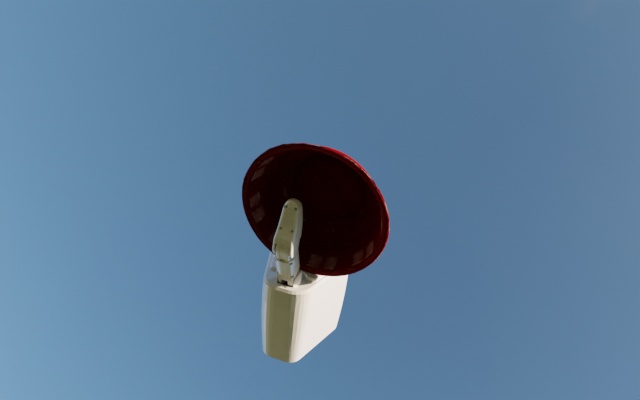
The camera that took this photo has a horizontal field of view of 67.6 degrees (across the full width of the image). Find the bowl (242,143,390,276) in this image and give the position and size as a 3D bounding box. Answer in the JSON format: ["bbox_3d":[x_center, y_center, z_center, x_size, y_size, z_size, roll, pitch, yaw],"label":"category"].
[{"bbox_3d":[0.001,0.000,0.508,0.162,0.162,0.055,0,32,24],"label":"bowl"}]
